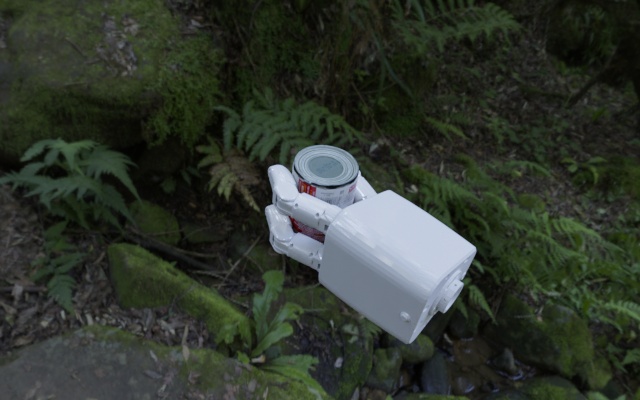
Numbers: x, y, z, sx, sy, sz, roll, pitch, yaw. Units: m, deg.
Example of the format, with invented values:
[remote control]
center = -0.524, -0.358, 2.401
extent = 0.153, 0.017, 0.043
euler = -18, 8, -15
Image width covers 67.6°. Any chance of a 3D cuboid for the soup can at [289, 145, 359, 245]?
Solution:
[soup can]
center = 0.000, 0.001, 0.506
extent = 0.068, 0.102, 0.068
euler = 5, 42, -4
